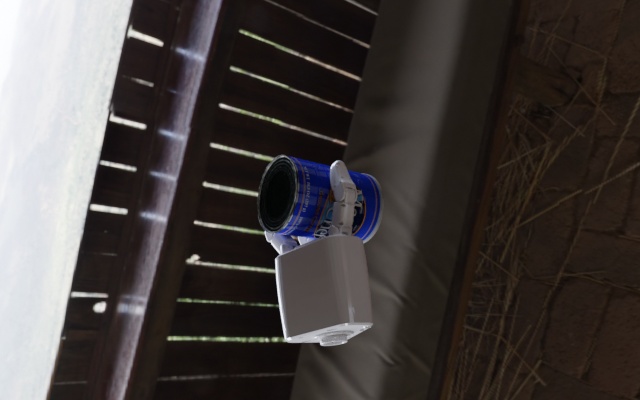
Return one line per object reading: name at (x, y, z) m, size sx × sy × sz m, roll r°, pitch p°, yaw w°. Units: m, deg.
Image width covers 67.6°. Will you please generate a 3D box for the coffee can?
coffee can at (0.000, 0.002, 0.647) m, size 0.140 × 0.103 × 0.103 m, roll 10°, pitch -6°, yaw -34°
